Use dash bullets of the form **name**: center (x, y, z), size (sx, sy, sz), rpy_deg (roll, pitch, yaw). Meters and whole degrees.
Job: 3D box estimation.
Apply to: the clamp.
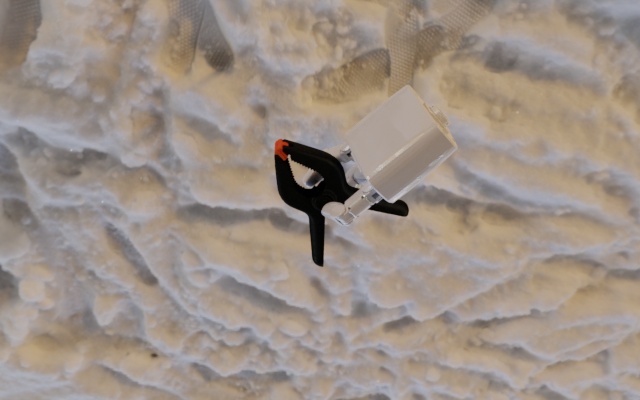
- **clamp**: center (0.000, 0.002, 0.664), size (0.210, 0.164, 0.036), rpy_deg (40, 22, -27)
